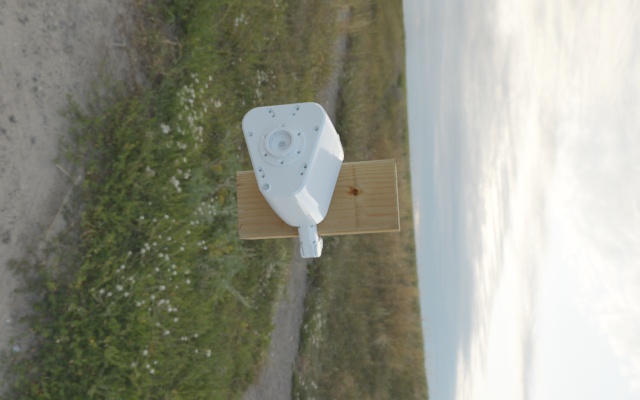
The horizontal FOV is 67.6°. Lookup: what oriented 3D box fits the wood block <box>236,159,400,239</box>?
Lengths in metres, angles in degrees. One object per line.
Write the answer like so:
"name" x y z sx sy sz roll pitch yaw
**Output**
"wood block" 0.000 0.002 0.644 0.206 0.091 0.090 -4 -5 10
